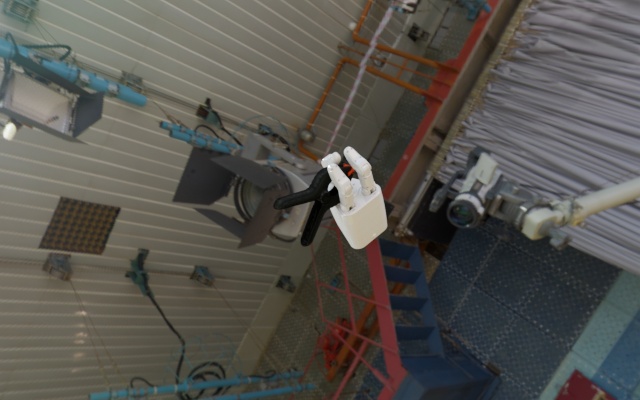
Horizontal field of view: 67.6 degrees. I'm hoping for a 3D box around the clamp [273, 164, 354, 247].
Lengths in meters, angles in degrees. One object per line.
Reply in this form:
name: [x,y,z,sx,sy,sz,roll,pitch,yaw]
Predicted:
clamp: [0.000,0.002,0.881,0.171,0.120,0.039,-36,43,-19]
